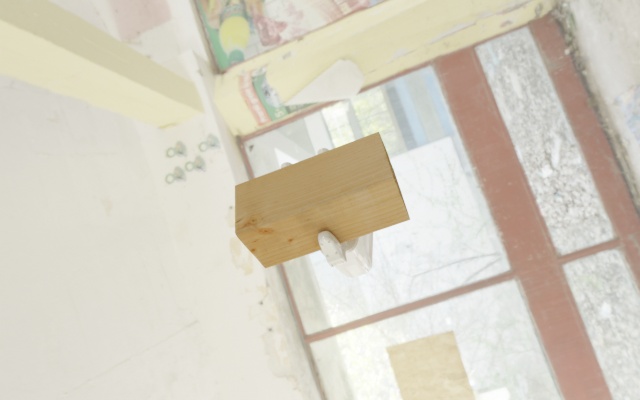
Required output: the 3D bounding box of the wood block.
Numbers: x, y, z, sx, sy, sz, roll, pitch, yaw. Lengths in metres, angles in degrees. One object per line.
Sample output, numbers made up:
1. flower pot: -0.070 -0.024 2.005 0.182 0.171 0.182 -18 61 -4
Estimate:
1. wood block: 0.000 0.003 0.628 0.206 0.090 0.090 -20 -44 10
